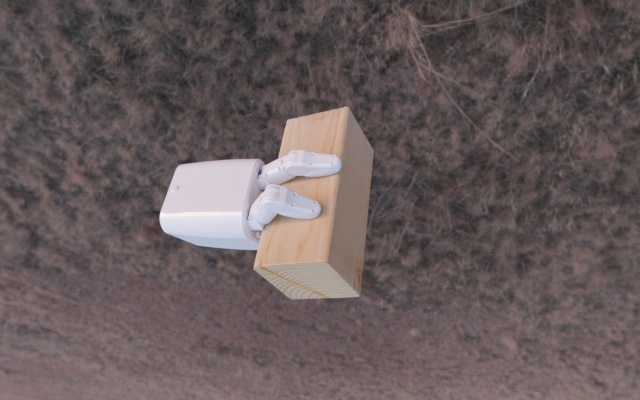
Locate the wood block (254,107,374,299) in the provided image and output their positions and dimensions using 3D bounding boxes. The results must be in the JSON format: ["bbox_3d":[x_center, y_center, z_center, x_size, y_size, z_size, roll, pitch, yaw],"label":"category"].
[{"bbox_3d":[0.000,0.002,0.565,0.090,0.206,0.091,-8,-36,25],"label":"wood block"}]
